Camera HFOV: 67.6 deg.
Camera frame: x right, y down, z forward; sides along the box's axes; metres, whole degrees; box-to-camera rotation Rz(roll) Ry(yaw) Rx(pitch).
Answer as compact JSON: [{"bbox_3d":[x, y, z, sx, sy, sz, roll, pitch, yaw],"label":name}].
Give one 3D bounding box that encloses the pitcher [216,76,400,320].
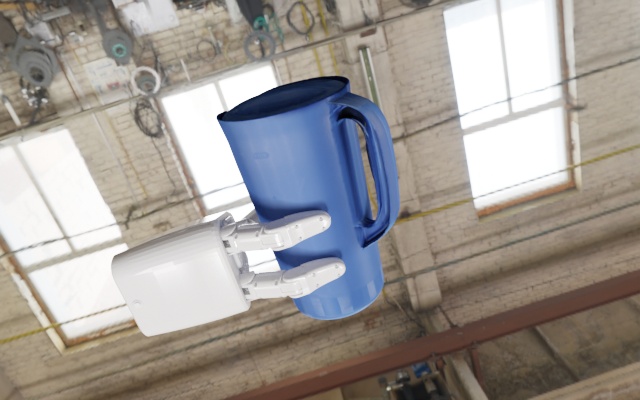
[{"bbox_3d":[0.000,0.002,0.498,0.145,0.243,0.149,-18,24,-3],"label":"pitcher"}]
